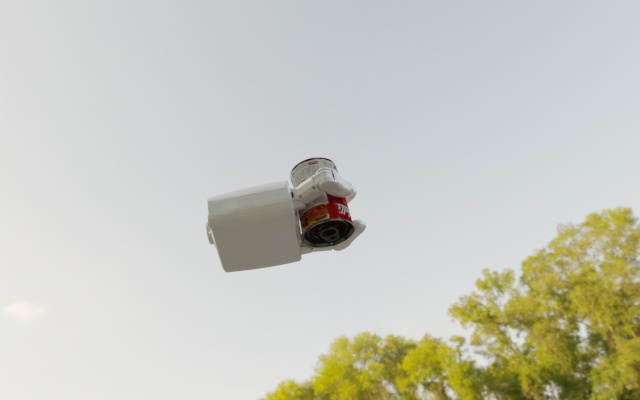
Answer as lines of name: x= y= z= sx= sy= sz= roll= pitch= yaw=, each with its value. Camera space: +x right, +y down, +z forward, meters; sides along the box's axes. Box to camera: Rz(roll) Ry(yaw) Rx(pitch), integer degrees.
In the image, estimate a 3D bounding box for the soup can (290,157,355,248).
soup can: x=0.001 y=0.002 z=0.634 sx=0.068 sy=0.102 sz=0.069 roll=-10 pitch=-33 yaw=-6
